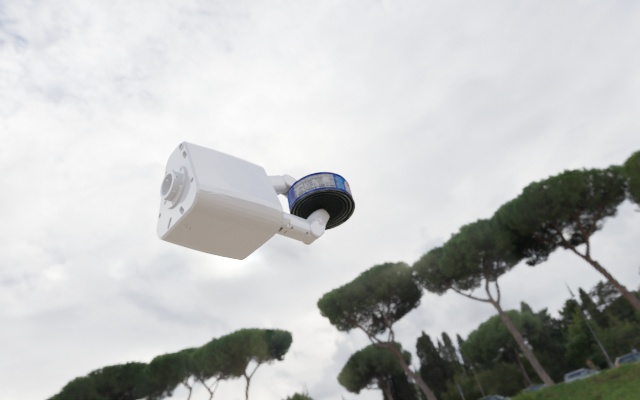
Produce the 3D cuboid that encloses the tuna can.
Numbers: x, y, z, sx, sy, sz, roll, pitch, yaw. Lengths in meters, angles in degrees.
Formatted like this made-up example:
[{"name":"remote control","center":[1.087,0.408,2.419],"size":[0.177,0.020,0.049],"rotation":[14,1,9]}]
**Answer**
[{"name":"tuna can","center":[0.000,0.002,0.620],"size":[0.086,0.033,0.086],"rotation":[-8,-38,-6]}]
